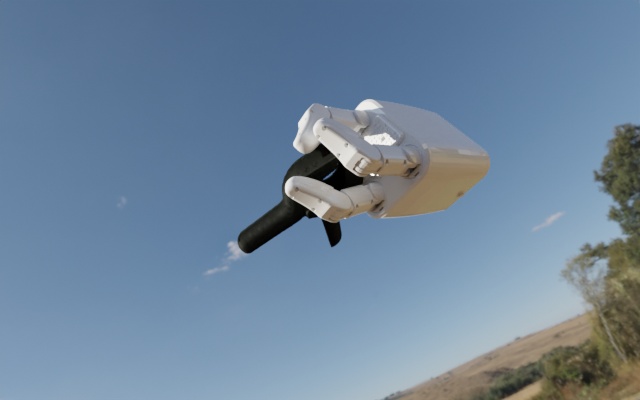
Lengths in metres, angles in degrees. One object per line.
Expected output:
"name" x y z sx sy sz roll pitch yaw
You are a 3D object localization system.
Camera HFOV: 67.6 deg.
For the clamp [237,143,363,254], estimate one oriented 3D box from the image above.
"clamp" 0.000 0.001 0.482 0.120 0.039 0.171 -1 -35 -39
